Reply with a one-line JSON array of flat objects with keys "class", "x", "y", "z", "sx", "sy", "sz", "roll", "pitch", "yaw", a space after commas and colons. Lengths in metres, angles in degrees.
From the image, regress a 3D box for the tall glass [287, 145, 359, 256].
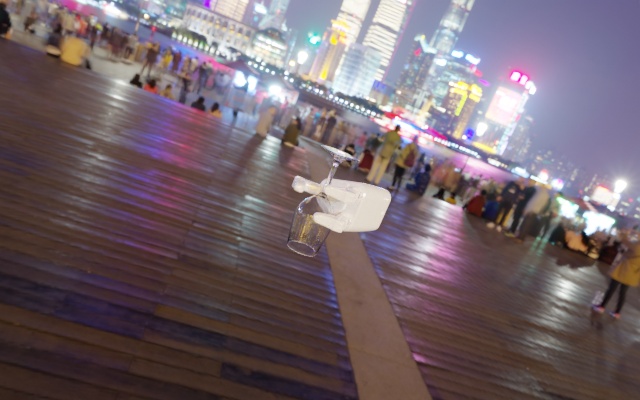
[{"class": "tall glass", "x": 0.000, "y": 0.002, "z": 0.897, "sx": 0.079, "sy": 0.201, "sz": 0.079, "roll": 21, "pitch": 12, "yaw": -5}]
